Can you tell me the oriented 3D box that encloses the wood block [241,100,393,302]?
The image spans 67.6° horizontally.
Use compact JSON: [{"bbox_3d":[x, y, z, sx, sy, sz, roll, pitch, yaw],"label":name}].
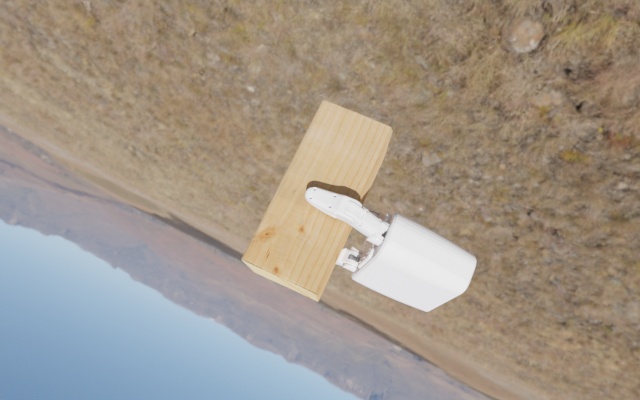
[{"bbox_3d":[0.000,0.002,0.561,0.090,0.206,0.091,24,-15,8],"label":"wood block"}]
